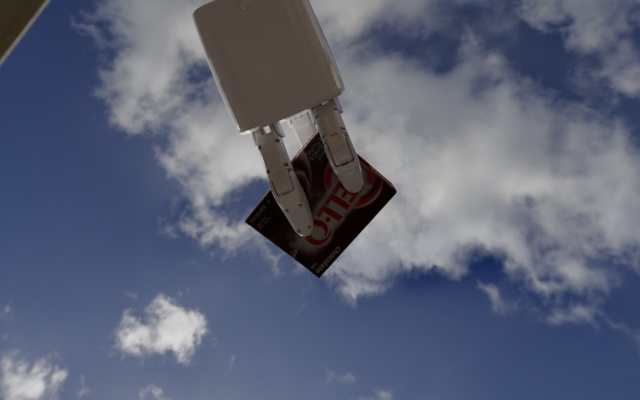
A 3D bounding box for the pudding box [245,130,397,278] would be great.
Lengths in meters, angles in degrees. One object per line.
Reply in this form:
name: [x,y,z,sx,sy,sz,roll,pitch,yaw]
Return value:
pudding box: [0.000,0.001,0.445,0.090,0.113,0.039,39,13,-10]
